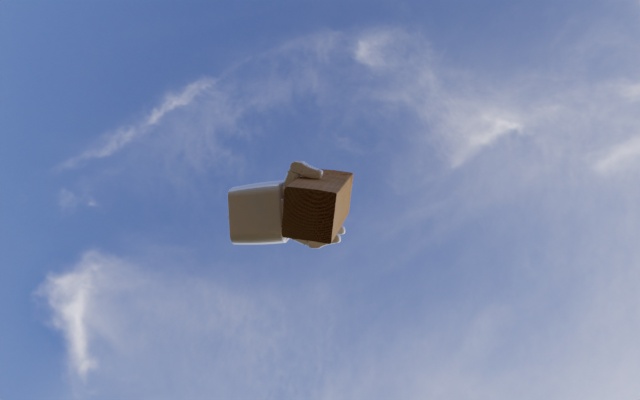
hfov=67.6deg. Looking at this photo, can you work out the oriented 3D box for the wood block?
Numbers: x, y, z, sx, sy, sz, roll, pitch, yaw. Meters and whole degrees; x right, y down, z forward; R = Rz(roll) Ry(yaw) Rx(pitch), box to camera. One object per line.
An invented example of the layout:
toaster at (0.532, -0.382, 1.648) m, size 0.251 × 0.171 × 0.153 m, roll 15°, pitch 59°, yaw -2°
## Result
wood block at (0.000, 0.003, 0.887) m, size 0.090 × 0.091 × 0.206 m, roll 7°, pitch 14°, yaw 10°
